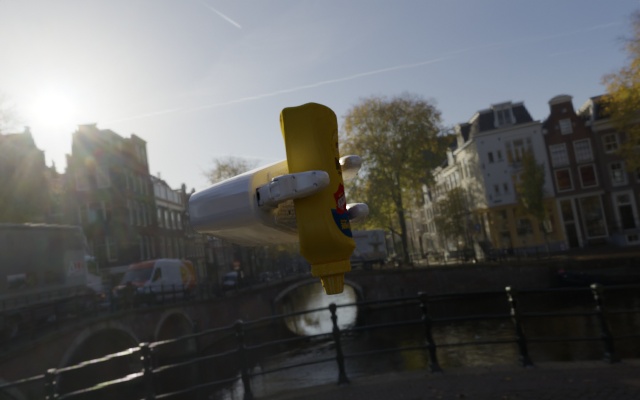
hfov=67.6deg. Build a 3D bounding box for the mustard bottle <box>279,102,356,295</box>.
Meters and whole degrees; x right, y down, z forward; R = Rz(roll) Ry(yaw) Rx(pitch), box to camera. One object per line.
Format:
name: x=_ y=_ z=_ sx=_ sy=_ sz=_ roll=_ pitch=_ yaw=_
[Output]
mustard bottle: x=0.000 y=0.001 z=0.499 sx=0.058 sy=0.191 sz=0.096 roll=-9 pitch=-6 yaw=11
